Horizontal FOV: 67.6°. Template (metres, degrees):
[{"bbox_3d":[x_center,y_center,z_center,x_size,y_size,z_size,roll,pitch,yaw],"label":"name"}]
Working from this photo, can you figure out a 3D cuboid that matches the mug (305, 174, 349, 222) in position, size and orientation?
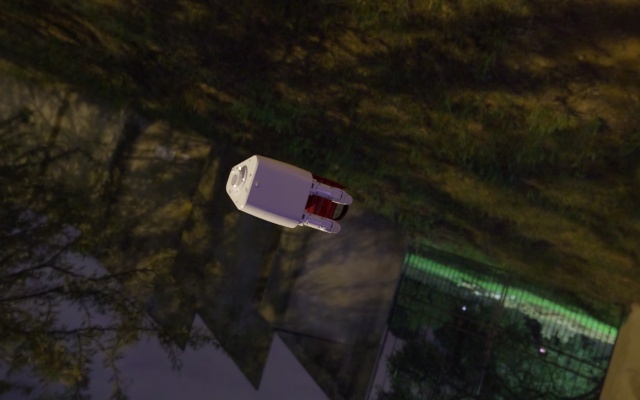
[{"bbox_3d":[0.001,0.004,0.886,0.117,0.081,0.093,20,-3,-29],"label":"mug"}]
